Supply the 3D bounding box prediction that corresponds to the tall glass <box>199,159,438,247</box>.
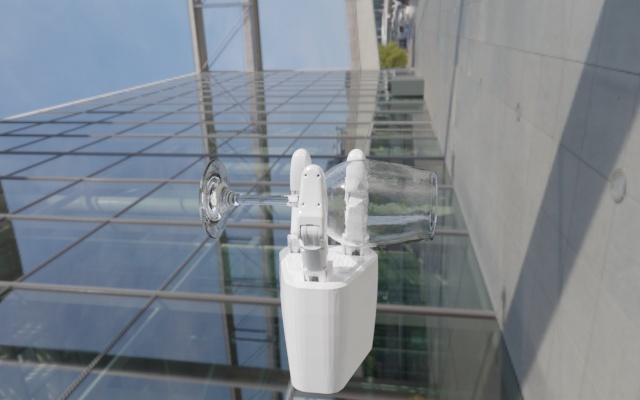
[{"bbox_3d":[-0.001,0.001,0.429,0.201,0.079,0.079,1,0,9],"label":"tall glass"}]
